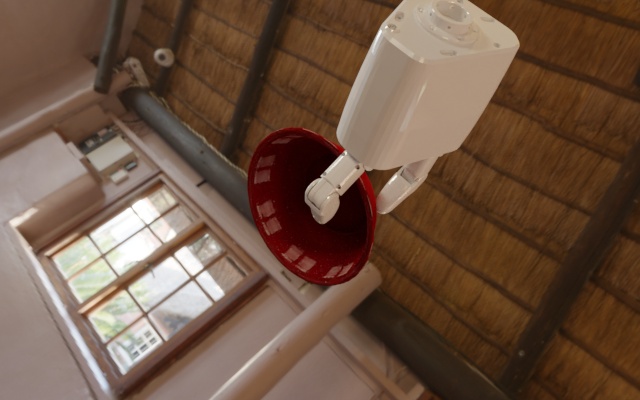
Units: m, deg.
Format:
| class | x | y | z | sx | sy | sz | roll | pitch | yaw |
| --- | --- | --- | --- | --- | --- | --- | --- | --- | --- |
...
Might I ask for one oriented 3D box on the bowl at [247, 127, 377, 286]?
| class | x | y | z | sx | sy | sz | roll | pitch | yaw |
| --- | --- | --- | --- | --- | --- | --- | --- | --- | --- |
| bowl | 0.000 | 0.002 | 0.483 | 0.162 | 0.162 | 0.055 | 0 | 17 | 42 |
